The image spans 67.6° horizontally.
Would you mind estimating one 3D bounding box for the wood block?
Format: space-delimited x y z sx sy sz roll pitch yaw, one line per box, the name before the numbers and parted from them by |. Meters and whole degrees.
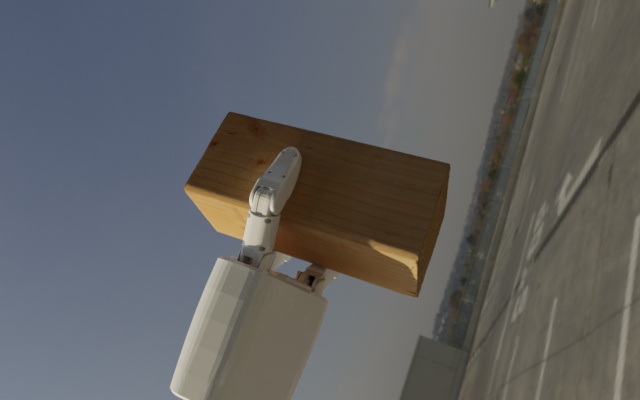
wood block | 0.000 0.002 0.426 0.206 0.090 0.091 16 -25 19
